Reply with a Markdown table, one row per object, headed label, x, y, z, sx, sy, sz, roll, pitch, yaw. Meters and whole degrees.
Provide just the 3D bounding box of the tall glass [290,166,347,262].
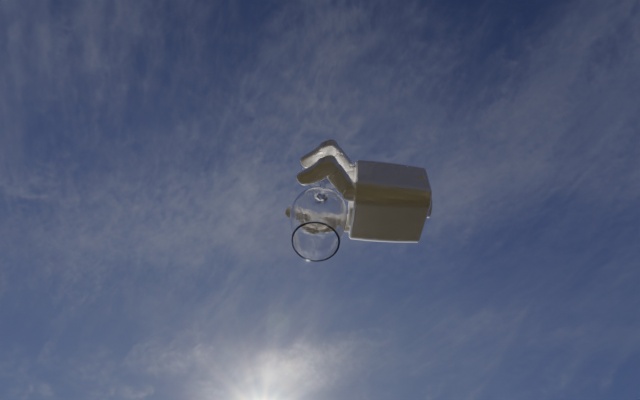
| label | x | y | z | sx | sy | sz | roll | pitch | yaw |
| --- | --- | --- | --- | --- | --- | --- | --- | --- | --- |
| tall glass | 0.000 | 0.002 | 0.687 | 0.079 | 0.079 | 0.201 | 0 | 31 | 5 |
